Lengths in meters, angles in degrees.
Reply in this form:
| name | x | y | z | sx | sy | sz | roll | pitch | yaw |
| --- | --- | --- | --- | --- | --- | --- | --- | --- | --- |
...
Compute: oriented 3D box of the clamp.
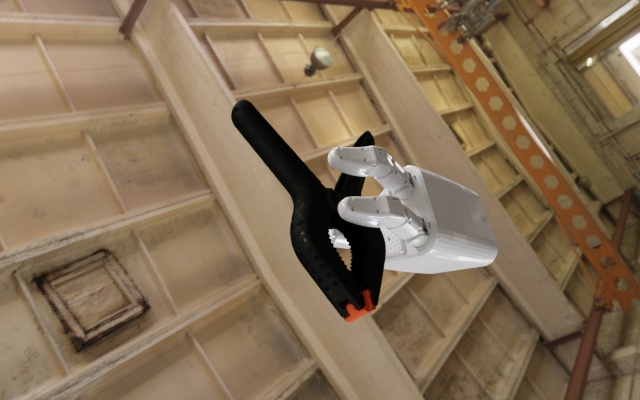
| name | x | y | z | sx | sy | sz | roll | pitch | yaw |
| --- | --- | --- | --- | --- | --- | --- | --- | --- | --- |
| clamp | 0.000 | 0.002 | 0.427 | 0.164 | 0.209 | 0.036 | 13 | -37 | -32 |
